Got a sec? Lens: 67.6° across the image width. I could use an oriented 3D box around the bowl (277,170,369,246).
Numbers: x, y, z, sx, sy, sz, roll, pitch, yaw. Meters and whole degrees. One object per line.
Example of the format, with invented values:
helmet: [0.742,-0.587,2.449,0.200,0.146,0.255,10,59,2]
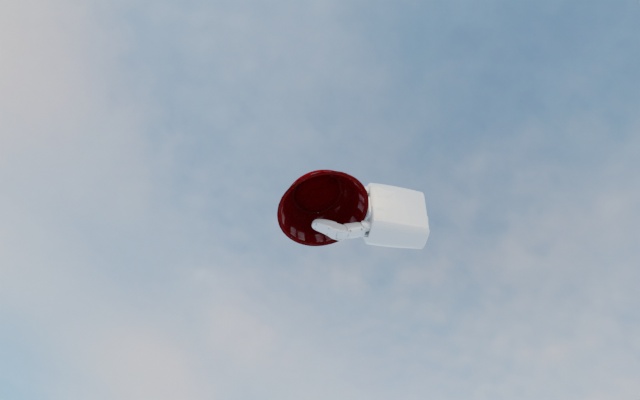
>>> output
bowl: [-0.001,0.002,0.837,0.162,0.162,0.055,0,36,-16]
